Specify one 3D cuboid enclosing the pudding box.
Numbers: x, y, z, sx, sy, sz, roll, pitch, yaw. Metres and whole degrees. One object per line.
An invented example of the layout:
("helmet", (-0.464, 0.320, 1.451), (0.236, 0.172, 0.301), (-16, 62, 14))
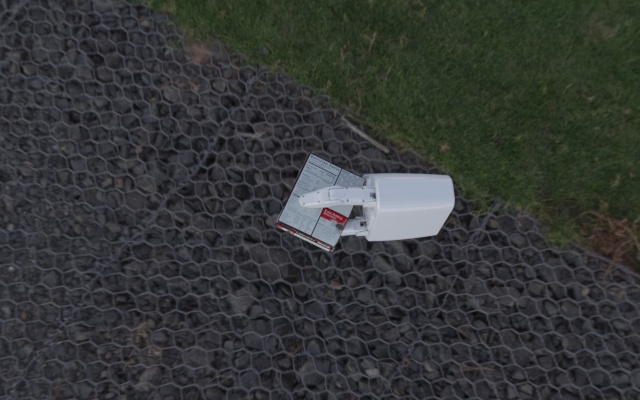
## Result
("pudding box", (0.000, 0.002, 0.662), (0.090, 0.113, 0.039), (25, -15, -1))
